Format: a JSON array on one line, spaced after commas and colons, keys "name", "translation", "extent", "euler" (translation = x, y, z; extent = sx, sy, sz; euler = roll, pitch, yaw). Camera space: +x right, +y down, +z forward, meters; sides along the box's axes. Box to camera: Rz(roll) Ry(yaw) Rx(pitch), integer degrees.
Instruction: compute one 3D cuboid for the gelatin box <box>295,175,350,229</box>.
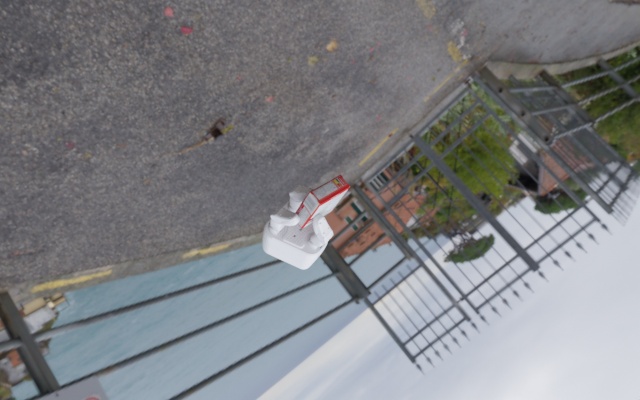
[{"name": "gelatin box", "translation": [0.001, 0.003, 0.800], "extent": [0.073, 0.030, 0.089], "euler": [-30, -14, -36]}]
